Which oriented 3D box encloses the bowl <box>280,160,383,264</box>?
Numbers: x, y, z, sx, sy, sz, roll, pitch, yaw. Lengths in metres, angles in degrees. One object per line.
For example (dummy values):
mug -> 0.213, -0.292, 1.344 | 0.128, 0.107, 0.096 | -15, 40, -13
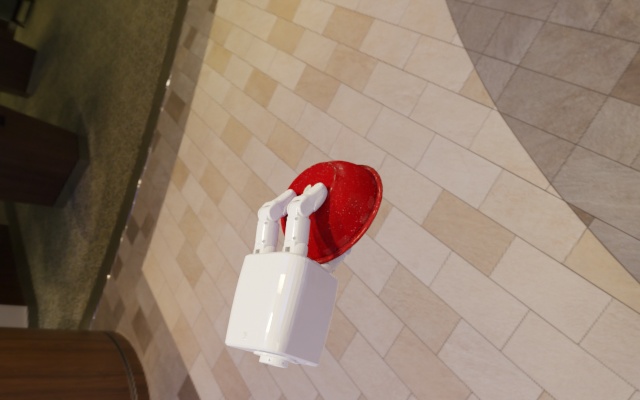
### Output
bowl -> 0.000, 0.001, 0.625 | 0.162, 0.162, 0.055 | 0, -35, 50
